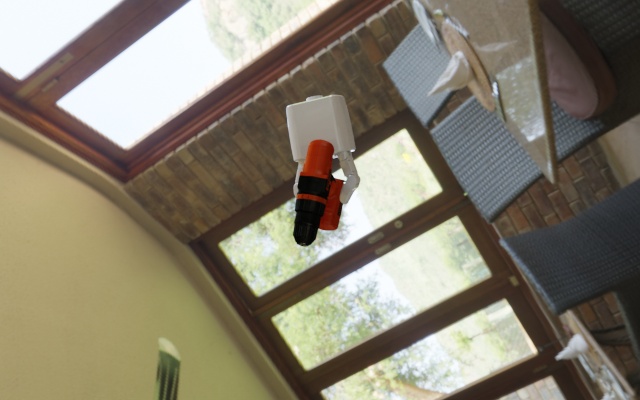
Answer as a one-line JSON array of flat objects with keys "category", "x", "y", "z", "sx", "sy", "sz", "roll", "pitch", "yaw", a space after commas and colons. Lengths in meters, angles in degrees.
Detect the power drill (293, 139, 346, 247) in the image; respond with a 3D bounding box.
[{"category": "power drill", "x": 0.000, "y": 0.003, "z": 0.866, "sx": 0.057, "sy": 0.184, "sz": 0.188, "roll": 10, "pitch": -12, "yaw": 11}]
